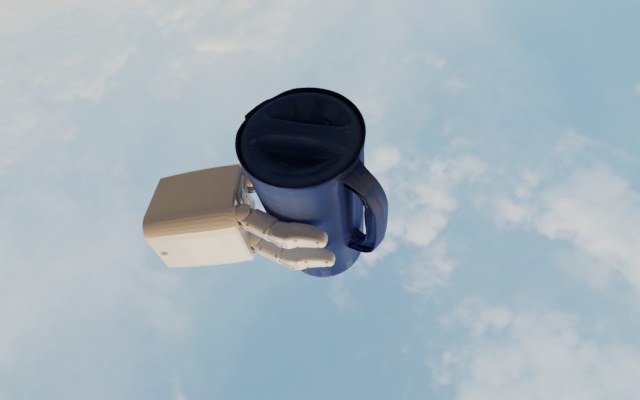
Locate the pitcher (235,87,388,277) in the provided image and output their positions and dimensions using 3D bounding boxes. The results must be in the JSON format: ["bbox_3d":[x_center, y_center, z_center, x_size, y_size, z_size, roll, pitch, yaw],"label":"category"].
[{"bbox_3d":[0.000,0.002,0.567,0.145,0.149,0.243,-7,-34,4],"label":"pitcher"}]
